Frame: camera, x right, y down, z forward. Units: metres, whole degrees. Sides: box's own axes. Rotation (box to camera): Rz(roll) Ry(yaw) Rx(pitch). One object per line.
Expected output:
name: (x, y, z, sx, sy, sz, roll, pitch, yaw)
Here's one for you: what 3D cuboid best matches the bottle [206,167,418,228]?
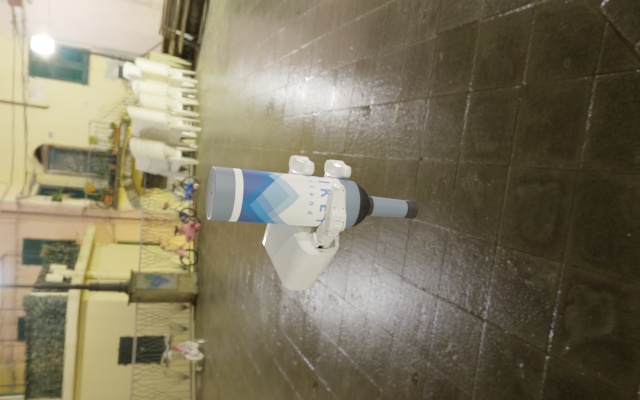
bottle: (0.000, 0.002, 0.645, 0.296, 0.069, 0.069, 5, -2, -22)
